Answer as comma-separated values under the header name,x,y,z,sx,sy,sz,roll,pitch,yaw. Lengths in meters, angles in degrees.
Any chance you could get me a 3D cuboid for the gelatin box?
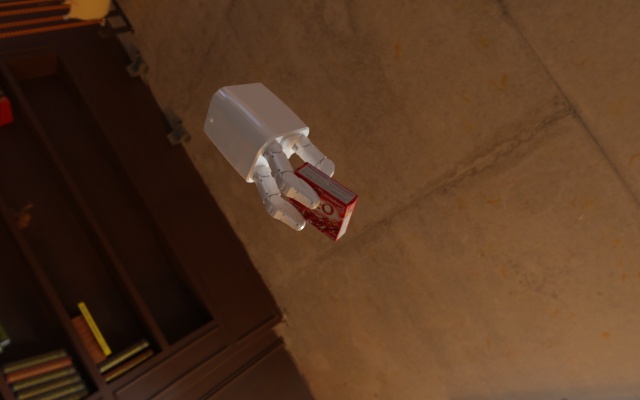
name,x,y,z,sx,sy,sz,roll,pitch,yaw
gelatin box,0.001,0.002,0.641,0.089,0.073,0.030,34,47,17
